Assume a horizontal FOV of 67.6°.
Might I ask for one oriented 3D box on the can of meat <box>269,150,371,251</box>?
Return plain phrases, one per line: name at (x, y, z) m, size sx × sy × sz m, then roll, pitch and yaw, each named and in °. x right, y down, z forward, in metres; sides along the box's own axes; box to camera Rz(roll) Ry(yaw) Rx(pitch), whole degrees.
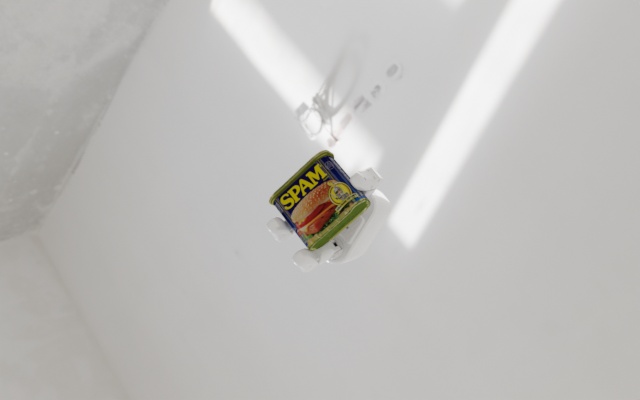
can of meat at (0.000, 0.002, 0.604) m, size 0.102 × 0.084 × 0.057 m, roll -42°, pitch -16°, yaw 11°
